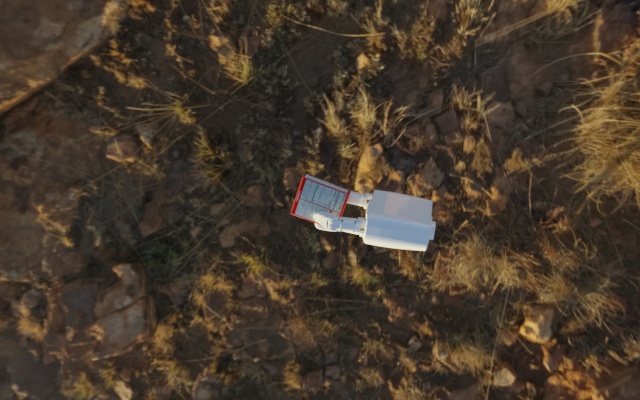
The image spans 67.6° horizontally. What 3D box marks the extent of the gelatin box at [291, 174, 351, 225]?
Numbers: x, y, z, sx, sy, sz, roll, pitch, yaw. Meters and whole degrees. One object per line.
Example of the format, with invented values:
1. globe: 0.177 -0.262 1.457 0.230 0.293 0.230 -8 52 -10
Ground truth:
1. gelatin box: 0.000 0.003 0.852 0.089 0.073 0.030 20 18 2
